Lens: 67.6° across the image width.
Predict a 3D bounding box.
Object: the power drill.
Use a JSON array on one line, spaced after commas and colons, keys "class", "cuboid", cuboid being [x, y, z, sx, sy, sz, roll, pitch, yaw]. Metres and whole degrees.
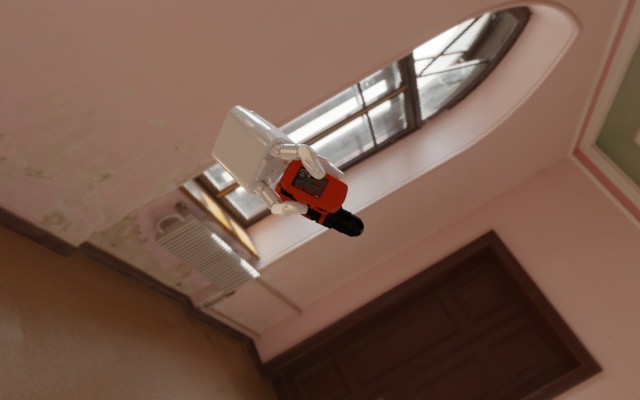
[{"class": "power drill", "cuboid": [0.000, 0.002, 0.829, 0.184, 0.057, 0.188, 26, -13, 3]}]
